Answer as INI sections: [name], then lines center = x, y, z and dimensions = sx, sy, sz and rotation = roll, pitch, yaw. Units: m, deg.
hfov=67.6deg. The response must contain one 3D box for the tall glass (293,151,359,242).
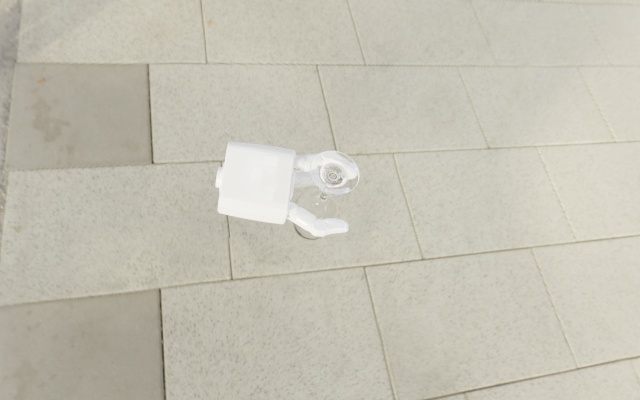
[tall glass]
center = 0.000, 0.002, 0.779
dimensions = 0.079, 0.079, 0.201
rotation = 0, -26, -13
